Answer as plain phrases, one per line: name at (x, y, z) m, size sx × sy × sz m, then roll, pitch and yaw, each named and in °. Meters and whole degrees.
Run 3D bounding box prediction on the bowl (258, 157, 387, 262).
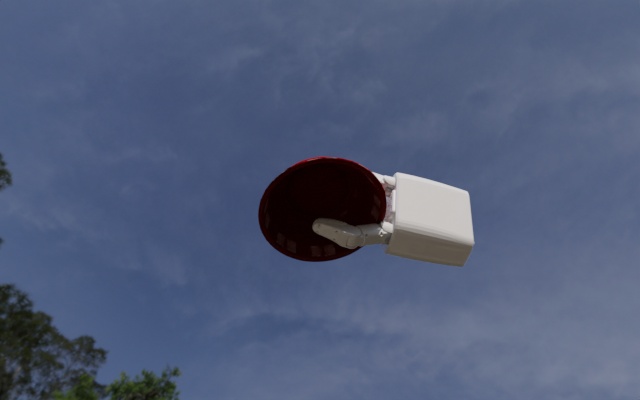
bowl at (-0.001, 0.001, 0.612) m, size 0.162 × 0.162 × 0.055 m, roll 0°, pitch 36°, yaw -10°
